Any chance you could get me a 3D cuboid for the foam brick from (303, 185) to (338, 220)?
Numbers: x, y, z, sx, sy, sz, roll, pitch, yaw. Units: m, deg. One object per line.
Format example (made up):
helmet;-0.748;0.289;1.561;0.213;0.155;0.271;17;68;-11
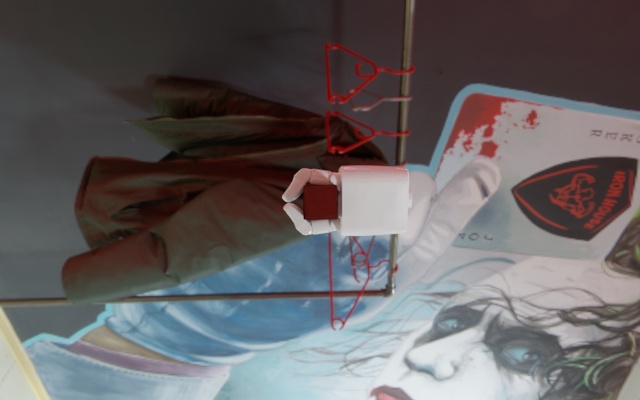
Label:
foam brick;0.000;0.003;0.740;0.051;0.053;0.078;0;1;1
